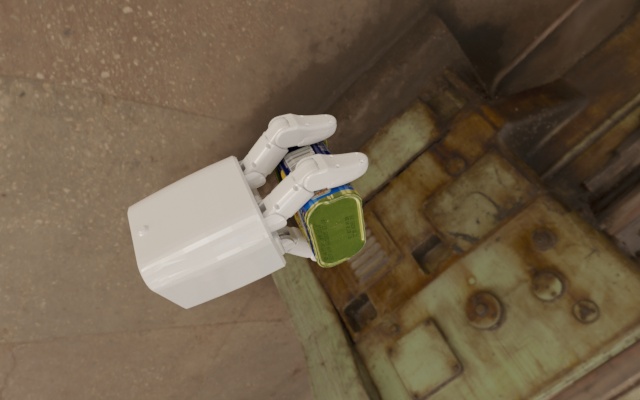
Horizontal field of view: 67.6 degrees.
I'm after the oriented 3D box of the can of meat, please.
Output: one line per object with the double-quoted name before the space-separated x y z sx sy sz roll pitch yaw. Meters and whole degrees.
"can of meat" 0.000 0.002 0.449 0.057 0.084 0.102 -23 -39 -8
